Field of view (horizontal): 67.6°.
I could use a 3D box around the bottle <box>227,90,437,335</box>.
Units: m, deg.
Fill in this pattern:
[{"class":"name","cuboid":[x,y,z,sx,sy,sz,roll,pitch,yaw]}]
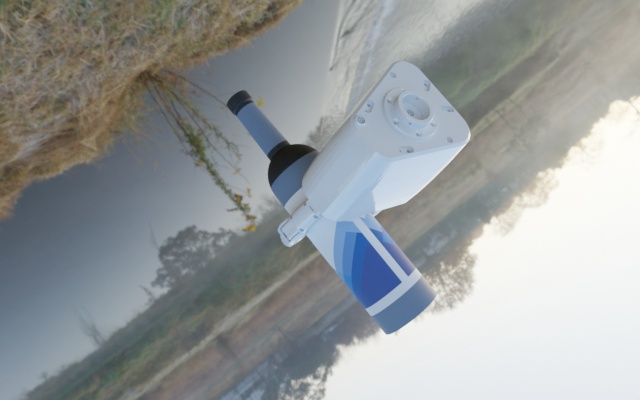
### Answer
[{"class":"bottle","cuboid":[0.000,0.002,0.502,0.069,0.295,0.069,-38,-8,-6]}]
